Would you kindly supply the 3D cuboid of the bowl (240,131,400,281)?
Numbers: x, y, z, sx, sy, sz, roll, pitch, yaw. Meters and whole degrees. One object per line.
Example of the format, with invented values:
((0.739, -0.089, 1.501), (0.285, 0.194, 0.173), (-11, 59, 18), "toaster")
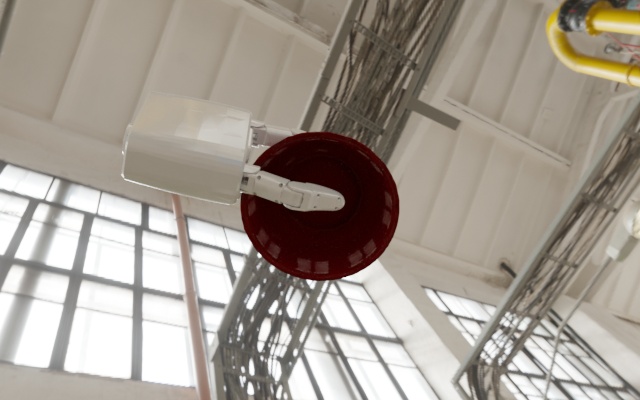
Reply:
((0.001, 0.002, 0.505), (0.162, 0.162, 0.055), (0, 20, 3), "bowl")
